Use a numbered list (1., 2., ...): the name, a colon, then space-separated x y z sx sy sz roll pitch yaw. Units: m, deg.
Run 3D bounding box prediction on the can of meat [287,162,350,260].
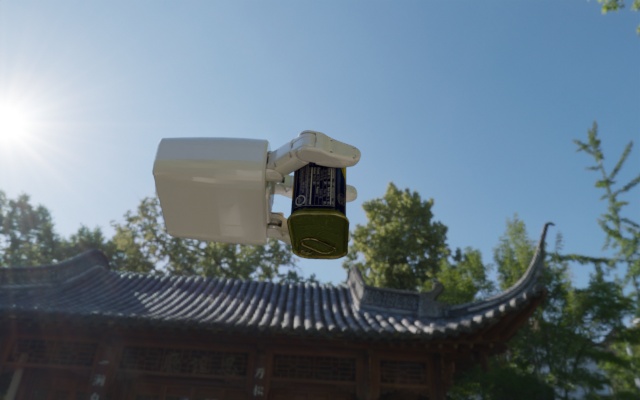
1. can of meat: 0.000 0.001 0.482 0.057 0.084 0.102 1 -30 3
